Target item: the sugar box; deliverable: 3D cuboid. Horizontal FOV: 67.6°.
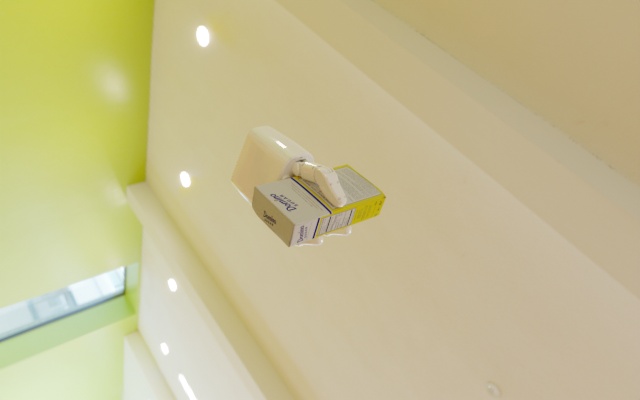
[{"bbox_3d":[0.000,0.003,0.678,0.176,0.048,0.093,-18,46,-37],"label":"sugar box"}]
